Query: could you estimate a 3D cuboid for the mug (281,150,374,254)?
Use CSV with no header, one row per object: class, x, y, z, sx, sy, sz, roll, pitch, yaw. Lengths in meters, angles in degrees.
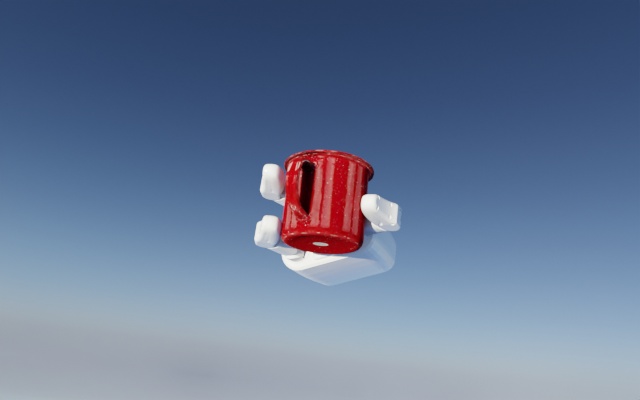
mug,0.000,0.001,0.468,0.093,0.081,0.117,-4,-22,24
